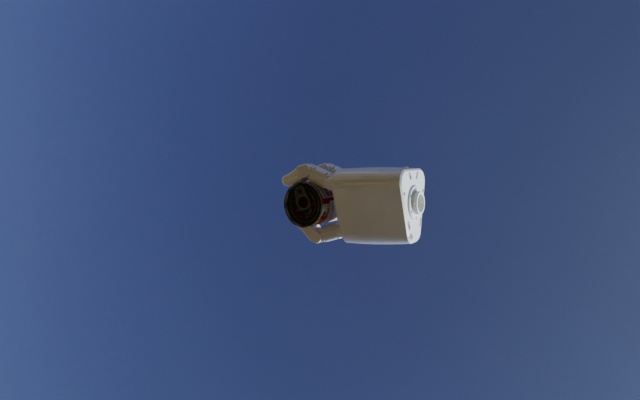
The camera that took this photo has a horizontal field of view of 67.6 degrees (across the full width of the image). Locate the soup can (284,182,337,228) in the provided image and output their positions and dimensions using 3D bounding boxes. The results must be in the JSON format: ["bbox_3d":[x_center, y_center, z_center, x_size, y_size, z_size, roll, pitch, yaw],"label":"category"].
[{"bbox_3d":[0.000,0.003,0.747,0.068,0.068,0.102,0,5,32],"label":"soup can"}]
